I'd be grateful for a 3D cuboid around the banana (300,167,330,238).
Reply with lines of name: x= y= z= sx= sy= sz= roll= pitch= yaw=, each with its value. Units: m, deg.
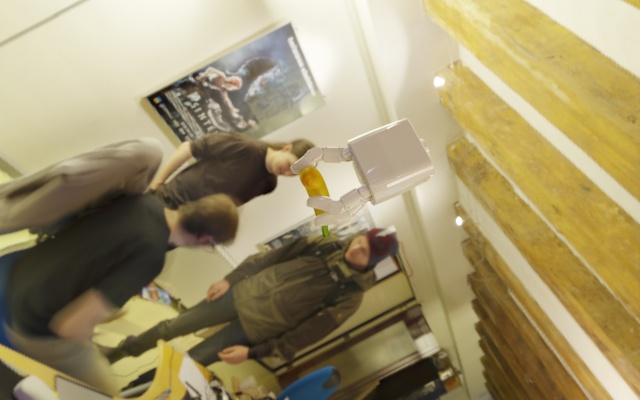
banana: x=-0.004 y=-0.011 z=0.808 sx=0.037 sy=0.069 sz=0.198 roll=-19 pitch=-33 yaw=1
